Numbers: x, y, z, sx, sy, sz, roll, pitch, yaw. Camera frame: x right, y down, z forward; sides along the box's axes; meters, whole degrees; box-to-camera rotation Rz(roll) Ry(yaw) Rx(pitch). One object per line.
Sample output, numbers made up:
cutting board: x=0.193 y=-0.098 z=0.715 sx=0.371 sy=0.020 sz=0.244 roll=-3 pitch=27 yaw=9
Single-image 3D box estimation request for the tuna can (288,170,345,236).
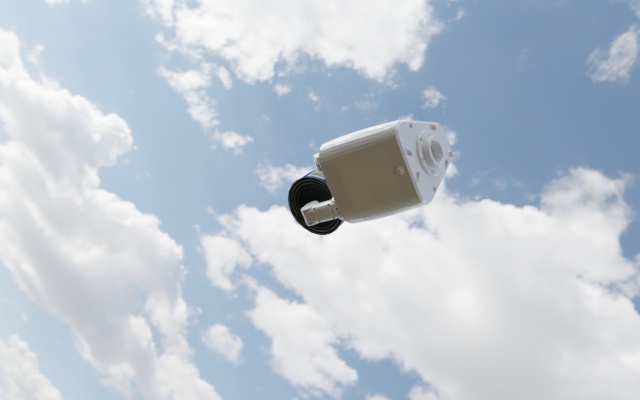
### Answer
tuna can: x=0.000 y=0.002 z=0.649 sx=0.086 sy=0.086 sz=0.033 roll=0 pitch=24 yaw=35
